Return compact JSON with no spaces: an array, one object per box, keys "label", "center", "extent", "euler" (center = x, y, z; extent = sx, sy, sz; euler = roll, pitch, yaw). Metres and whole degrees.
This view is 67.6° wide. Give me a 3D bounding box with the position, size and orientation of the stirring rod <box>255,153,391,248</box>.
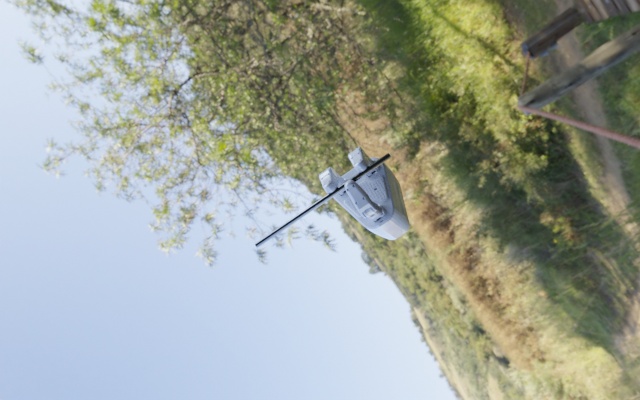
[{"label":"stirring rod","center":[0.000,0.002,0.694],"extent":[0.239,0.011,0.011],"euler":[-34,-9,13]}]
